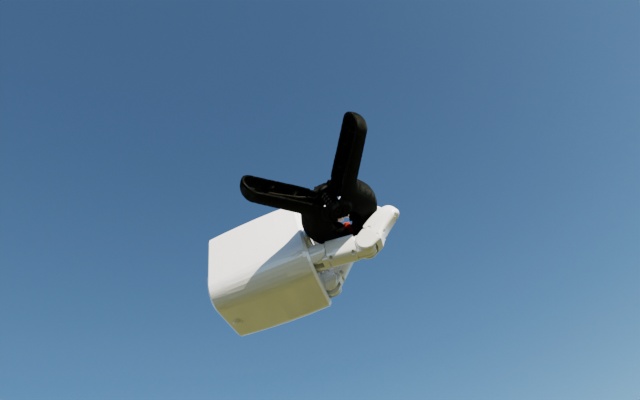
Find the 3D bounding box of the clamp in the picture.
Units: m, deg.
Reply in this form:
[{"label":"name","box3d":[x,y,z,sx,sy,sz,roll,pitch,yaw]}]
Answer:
[{"label":"clamp","box3d":[0.000,0.001,0.456,0.120,0.039,0.172,-21,-41,0]}]
